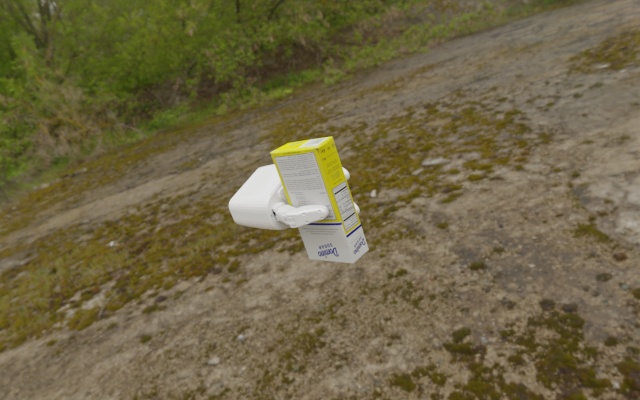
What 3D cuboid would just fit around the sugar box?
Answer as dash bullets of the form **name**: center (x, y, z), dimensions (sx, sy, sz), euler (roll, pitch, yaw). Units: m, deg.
- **sugar box**: center (0.000, 0.002, 0.682), dimensions (0.093, 0.176, 0.048), euler (0, 28, 44)
